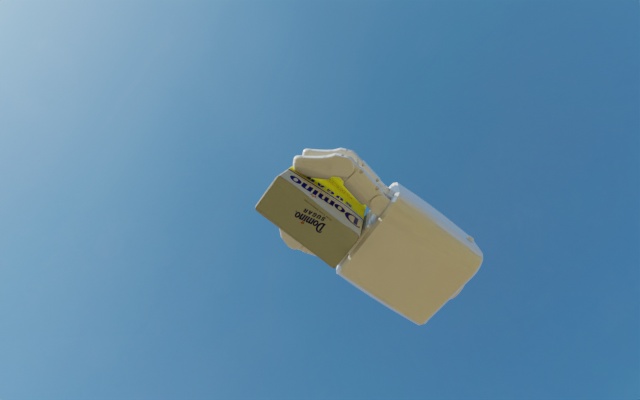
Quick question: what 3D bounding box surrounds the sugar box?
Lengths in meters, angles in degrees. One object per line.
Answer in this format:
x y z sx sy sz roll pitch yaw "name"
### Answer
0.001 0.001 0.502 0.093 0.048 0.176 37 12 -1 "sugar box"
